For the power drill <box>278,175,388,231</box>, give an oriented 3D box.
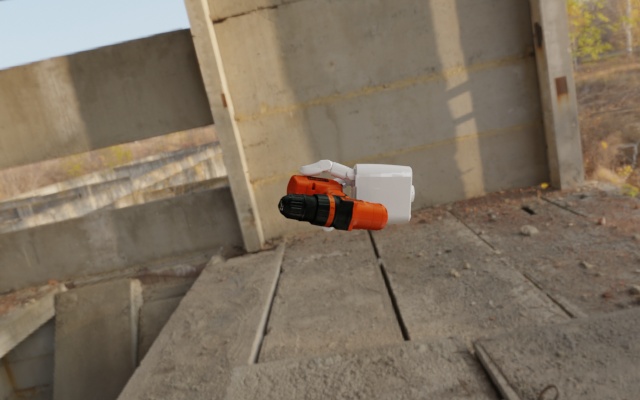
[{"bbox_3d":[0.000,0.003,0.823,0.184,0.057,0.187,9,12,-21],"label":"power drill"}]
